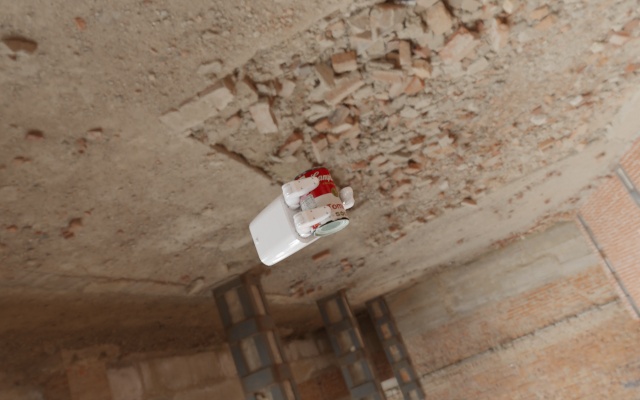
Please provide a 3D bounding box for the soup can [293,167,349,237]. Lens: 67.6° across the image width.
[{"bbox_3d":[0.001,0.003,0.815,0.068,0.102,0.068,-20,-19,-7],"label":"soup can"}]
